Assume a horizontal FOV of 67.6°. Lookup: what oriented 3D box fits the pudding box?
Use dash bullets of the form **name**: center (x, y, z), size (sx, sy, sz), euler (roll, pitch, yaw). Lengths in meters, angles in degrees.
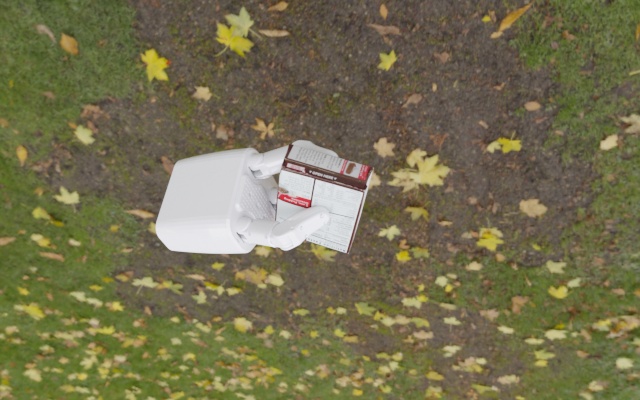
- **pudding box**: center (0.000, 0.002, 0.505), size (0.090, 0.039, 0.114), euler (16, -39, 4)
